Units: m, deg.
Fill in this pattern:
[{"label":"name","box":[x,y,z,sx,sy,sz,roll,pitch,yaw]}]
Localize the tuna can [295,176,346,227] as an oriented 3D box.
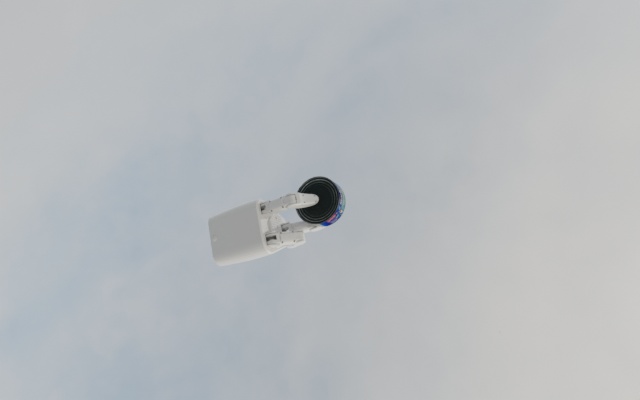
[{"label":"tuna can","box":[0.000,0.003,0.840,0.086,0.086,0.034,0,-13,26]}]
